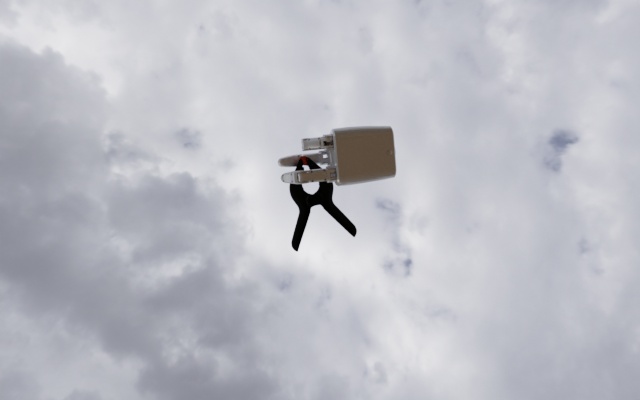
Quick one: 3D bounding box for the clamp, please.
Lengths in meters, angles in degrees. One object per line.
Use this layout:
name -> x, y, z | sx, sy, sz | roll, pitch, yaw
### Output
clamp -> 0.000, 0.003, 0.860 | 0.120, 0.171, 0.039 | -6, 7, -7
